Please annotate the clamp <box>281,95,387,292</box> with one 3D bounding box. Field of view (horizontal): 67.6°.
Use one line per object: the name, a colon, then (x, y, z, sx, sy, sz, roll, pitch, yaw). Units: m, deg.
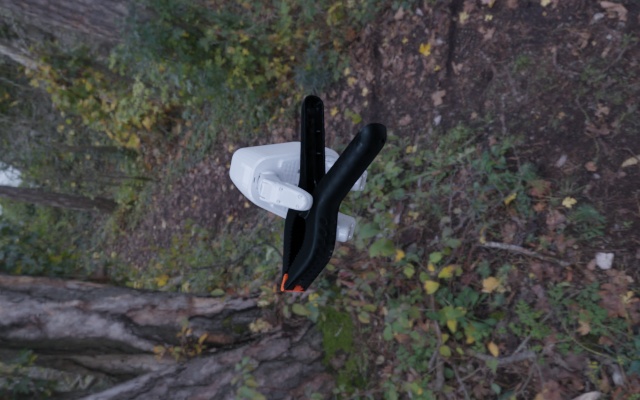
clamp: (-0.001, 0.002, 0.481, 0.036, 0.210, 0.164, 8, 10, -24)
